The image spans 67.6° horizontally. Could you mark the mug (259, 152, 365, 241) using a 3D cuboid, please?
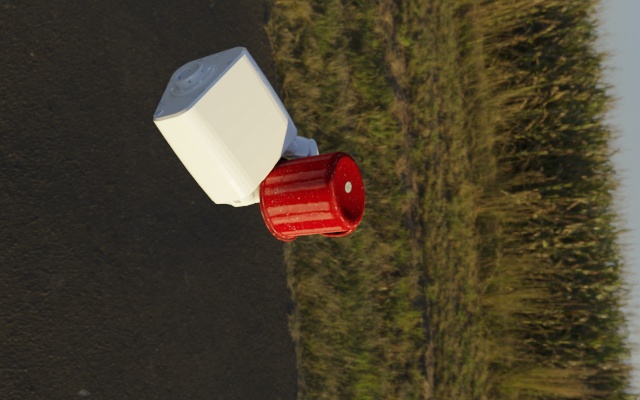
[{"bbox_3d":[0.001,0.003,0.512,0.081,0.093,0.117,-7,-44,29],"label":"mug"}]
